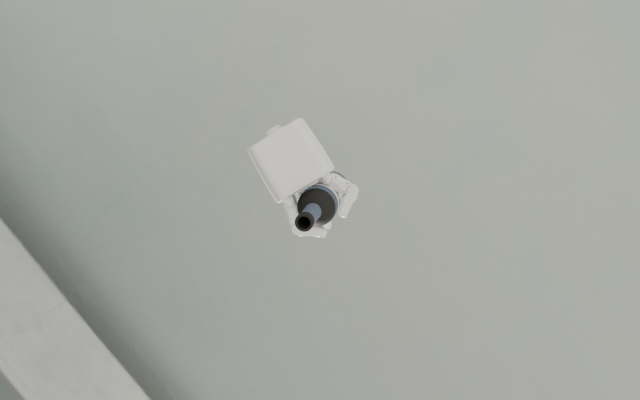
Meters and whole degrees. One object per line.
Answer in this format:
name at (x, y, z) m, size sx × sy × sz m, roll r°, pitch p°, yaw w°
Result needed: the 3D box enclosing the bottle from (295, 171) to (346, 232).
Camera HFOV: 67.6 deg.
bottle at (0.000, 0.003, 0.831) m, size 0.069 × 0.069 × 0.295 m, roll 0°, pitch 12°, yaw 10°
